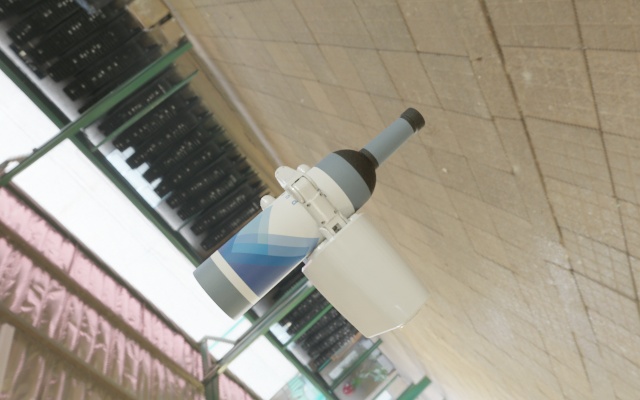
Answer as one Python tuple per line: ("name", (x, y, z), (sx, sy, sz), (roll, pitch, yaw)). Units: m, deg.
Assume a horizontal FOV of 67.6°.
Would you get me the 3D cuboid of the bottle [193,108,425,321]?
("bottle", (0.000, 0.002, 0.511), (0.295, 0.069, 0.069), (-42, 9, -10))
